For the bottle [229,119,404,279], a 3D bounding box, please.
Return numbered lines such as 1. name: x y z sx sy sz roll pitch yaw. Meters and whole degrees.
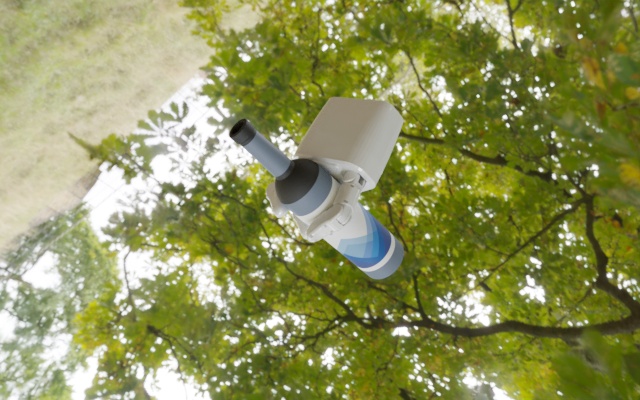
1. bottle: 0.000 0.002 0.605 0.069 0.069 0.296 0 -34 48
